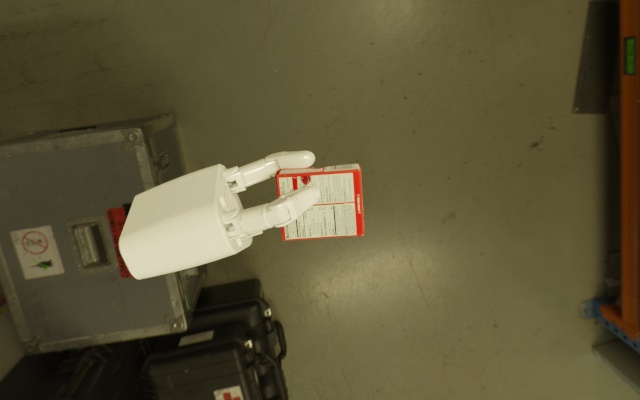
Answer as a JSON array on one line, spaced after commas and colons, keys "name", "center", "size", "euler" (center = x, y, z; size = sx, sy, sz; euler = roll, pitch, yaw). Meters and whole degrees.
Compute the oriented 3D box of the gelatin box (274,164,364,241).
[{"name": "gelatin box", "center": [0.000, 0.002, 0.505], "size": [0.089, 0.073, 0.030], "euler": [-4, 18, 4]}]
